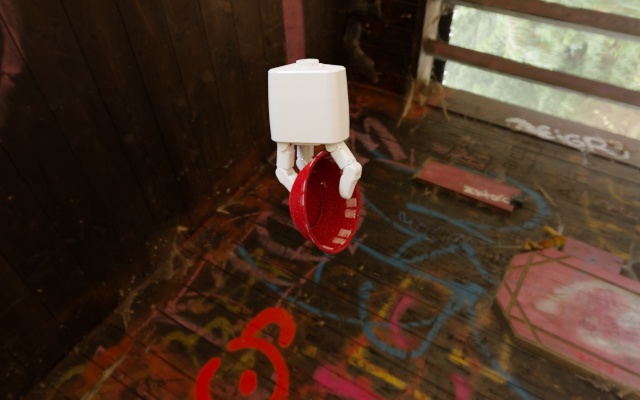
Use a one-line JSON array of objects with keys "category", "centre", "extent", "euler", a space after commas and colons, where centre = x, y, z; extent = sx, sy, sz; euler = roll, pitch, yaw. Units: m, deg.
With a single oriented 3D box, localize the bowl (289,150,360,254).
[{"category": "bowl", "centre": [0.000, 0.004, 0.748], "extent": [0.055, 0.162, 0.162], "euler": [-2, -1, 34]}]
